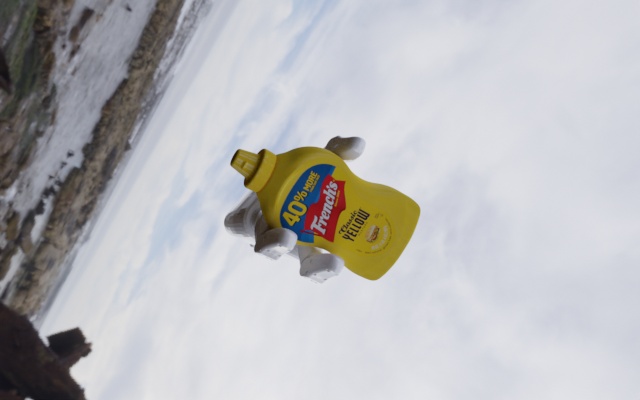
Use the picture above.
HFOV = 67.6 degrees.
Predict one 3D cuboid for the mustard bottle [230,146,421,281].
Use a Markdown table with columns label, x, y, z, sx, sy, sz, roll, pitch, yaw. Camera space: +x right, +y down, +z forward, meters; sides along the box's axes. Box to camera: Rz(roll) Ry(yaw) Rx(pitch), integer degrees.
| label | x | y | z | sx | sy | sz | roll | pitch | yaw |
| --- | --- | --- | --- | --- | --- | --- | --- | --- | --- |
| mustard bottle | 0.000 | 0.002 | 0.469 | 0.192 | 0.096 | 0.058 | 28 | 10 | -21 |
